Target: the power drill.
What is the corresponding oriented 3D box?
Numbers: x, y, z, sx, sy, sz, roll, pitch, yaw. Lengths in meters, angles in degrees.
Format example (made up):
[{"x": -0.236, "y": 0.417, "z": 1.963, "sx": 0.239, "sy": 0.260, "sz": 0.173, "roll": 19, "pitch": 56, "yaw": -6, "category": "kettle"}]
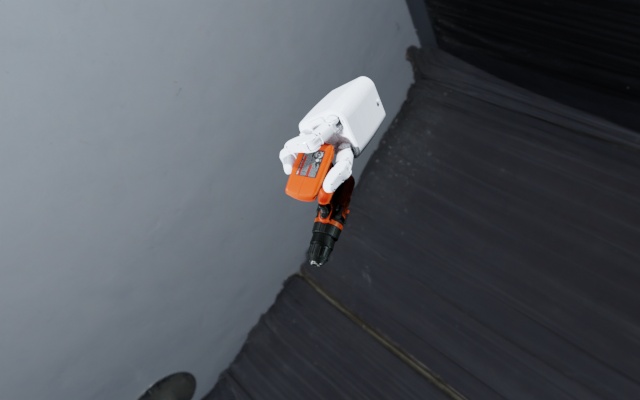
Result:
[{"x": 0.000, "y": 0.002, "z": 0.810, "sx": 0.057, "sy": 0.184, "sz": 0.188, "roll": 9, "pitch": -23, "yaw": 19, "category": "power drill"}]
